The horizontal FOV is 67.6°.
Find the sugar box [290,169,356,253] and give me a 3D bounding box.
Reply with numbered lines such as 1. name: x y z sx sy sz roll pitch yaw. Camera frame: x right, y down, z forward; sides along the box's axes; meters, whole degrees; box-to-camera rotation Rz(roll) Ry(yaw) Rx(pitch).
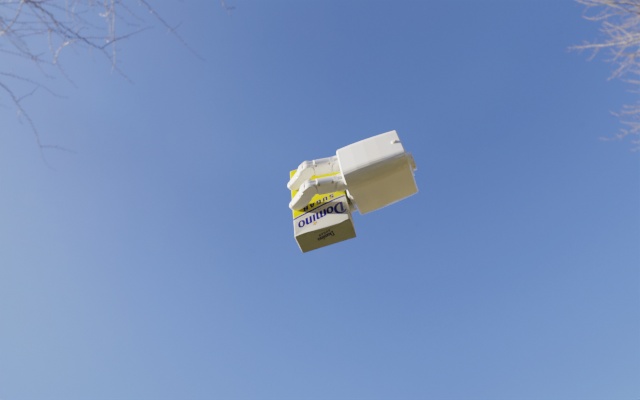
1. sugar box: 0.000 0.002 0.808 0.093 0.048 0.176 -18 36 7
